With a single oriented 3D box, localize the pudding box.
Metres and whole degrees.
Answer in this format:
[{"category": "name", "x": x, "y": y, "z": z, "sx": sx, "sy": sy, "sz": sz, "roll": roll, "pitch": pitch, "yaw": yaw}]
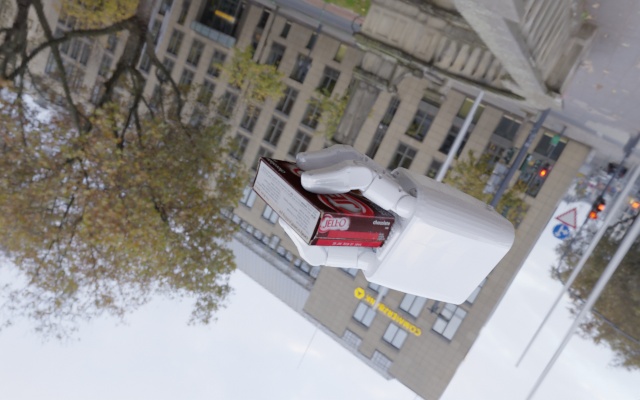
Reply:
[{"category": "pudding box", "x": 0.000, "y": 0.002, "z": 0.448, "sx": 0.090, "sy": 0.039, "sz": 0.113, "roll": 7, "pitch": 21, "yaw": -41}]
